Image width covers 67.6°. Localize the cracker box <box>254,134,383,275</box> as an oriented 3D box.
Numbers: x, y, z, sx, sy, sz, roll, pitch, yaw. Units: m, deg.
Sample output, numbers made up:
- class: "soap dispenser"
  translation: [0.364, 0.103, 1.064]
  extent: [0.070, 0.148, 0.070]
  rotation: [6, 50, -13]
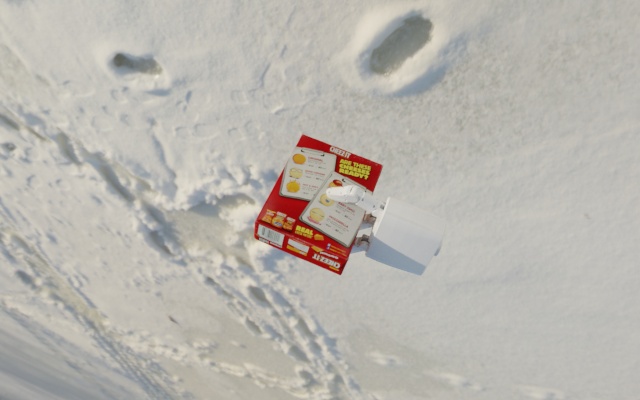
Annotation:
- class: "cracker box"
  translation: [0.000, 0.003, 0.843]
  extent: [0.164, 0.213, 0.072]
  rotation: [22, -35, 3]
